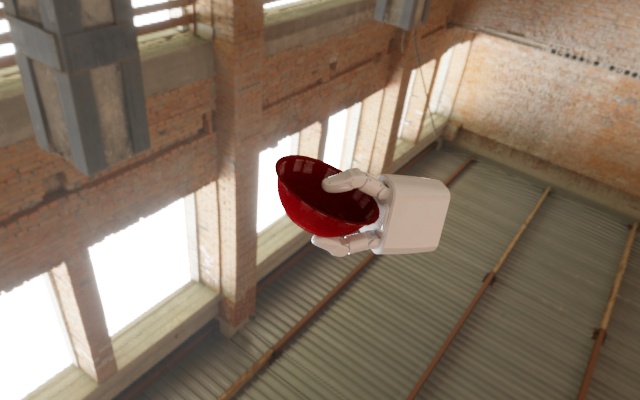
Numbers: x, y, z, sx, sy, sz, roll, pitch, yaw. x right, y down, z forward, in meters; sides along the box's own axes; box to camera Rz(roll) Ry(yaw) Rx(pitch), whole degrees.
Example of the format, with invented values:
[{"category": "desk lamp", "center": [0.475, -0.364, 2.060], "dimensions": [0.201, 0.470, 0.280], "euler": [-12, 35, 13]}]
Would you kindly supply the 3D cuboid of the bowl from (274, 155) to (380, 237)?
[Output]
[{"category": "bowl", "center": [-0.001, 0.002, 0.672], "dimensions": [0.162, 0.055, 0.162], "euler": [24, 26, -12]}]
